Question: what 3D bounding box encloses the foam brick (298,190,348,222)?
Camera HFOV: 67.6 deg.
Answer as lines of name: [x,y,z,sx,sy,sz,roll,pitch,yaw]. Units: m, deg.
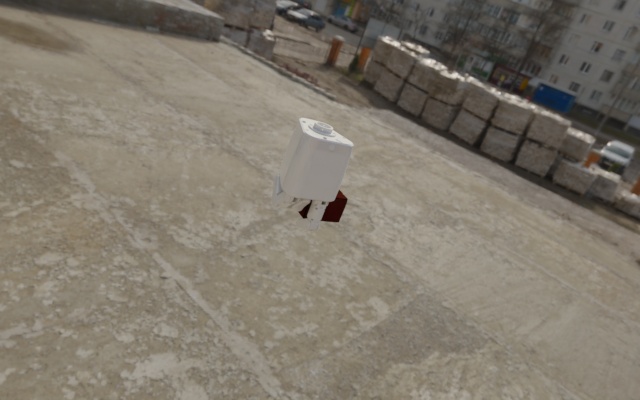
foam brick: [0.000,0.003,0.866,0.078,0.051,0.053,7,25,-31]
